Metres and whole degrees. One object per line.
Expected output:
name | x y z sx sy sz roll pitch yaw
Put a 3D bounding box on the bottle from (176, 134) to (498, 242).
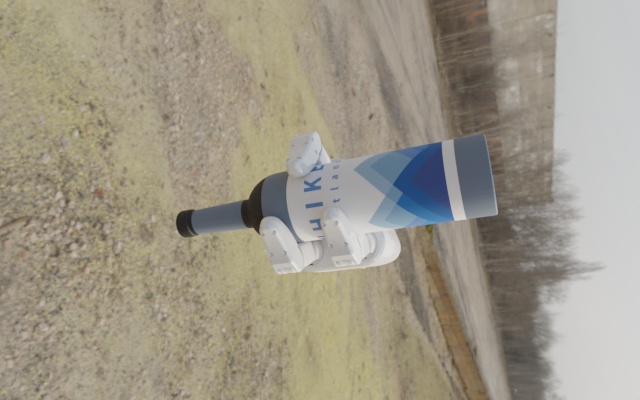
bottle | 0.000 0.001 0.432 0.296 0.069 0.069 -9 -3 19
